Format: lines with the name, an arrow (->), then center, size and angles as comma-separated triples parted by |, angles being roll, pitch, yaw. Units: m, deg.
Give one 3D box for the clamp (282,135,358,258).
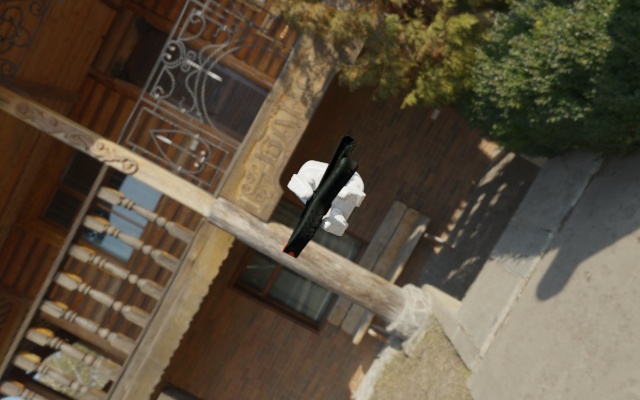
clamp -> -0.001, 0.002, 0.724 | 0.036, 0.210, 0.164 | 28, 11, -6
